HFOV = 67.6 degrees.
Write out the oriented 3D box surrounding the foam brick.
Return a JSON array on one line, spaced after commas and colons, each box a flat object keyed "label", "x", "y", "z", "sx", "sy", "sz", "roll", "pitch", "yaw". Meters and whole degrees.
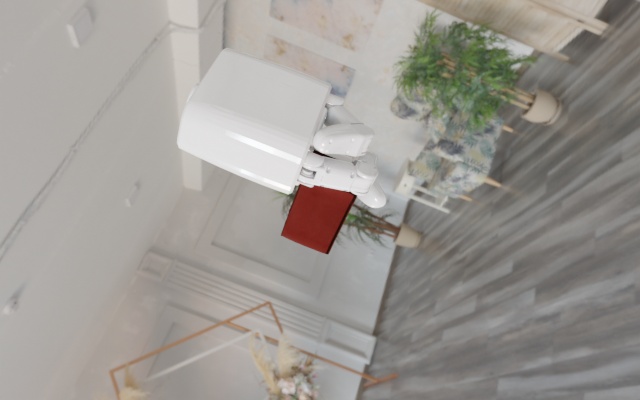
[{"label": "foam brick", "x": 0.000, "y": 0.002, "z": 0.464, "sx": 0.051, "sy": 0.078, "sz": 0.053, "roll": 20, "pitch": 34, "yaw": -5}]
